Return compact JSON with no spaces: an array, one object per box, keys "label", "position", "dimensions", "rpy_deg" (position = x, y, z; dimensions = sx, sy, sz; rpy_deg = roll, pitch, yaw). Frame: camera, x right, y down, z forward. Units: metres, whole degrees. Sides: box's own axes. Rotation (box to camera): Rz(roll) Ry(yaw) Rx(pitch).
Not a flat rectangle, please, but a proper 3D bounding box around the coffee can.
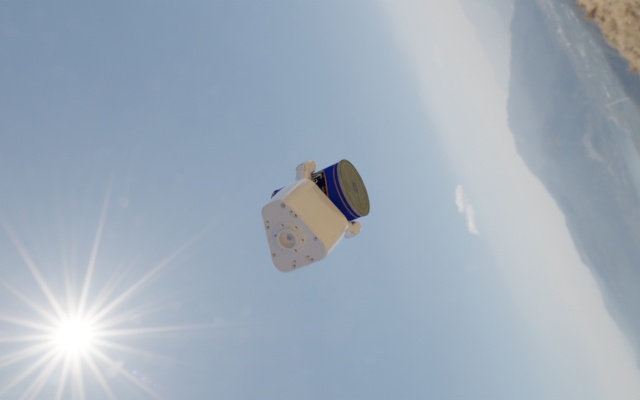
[{"label":"coffee can","position":[0.000,0.003,0.826],"dimensions":[0.140,0.103,0.103],"rpy_deg":[-23,-10,23]}]
